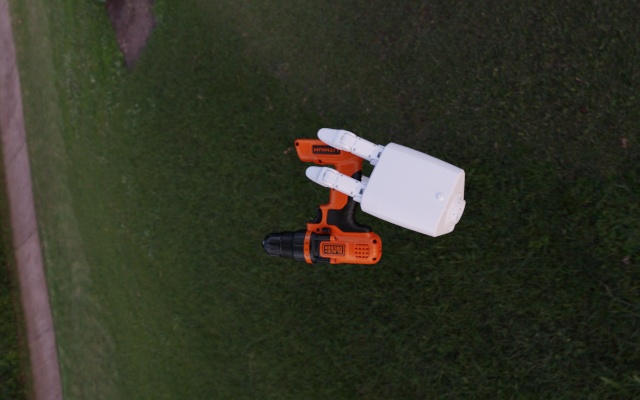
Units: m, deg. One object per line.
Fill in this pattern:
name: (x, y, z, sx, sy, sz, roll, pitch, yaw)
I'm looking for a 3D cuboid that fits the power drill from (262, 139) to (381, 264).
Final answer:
power drill: (0.000, 0.002, 0.718, 0.184, 0.187, 0.057, 1, 7, 13)
